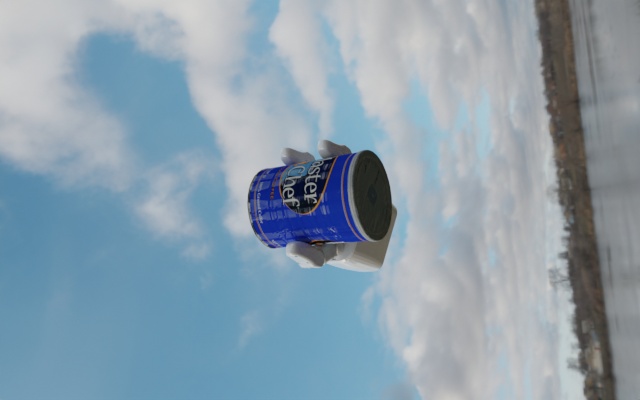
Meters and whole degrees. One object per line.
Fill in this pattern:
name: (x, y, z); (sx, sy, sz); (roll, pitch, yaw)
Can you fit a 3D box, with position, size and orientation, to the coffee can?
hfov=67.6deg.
coffee can: (0.000, 0.002, 0.565); (0.140, 0.103, 0.103); (-7, -4, 30)
